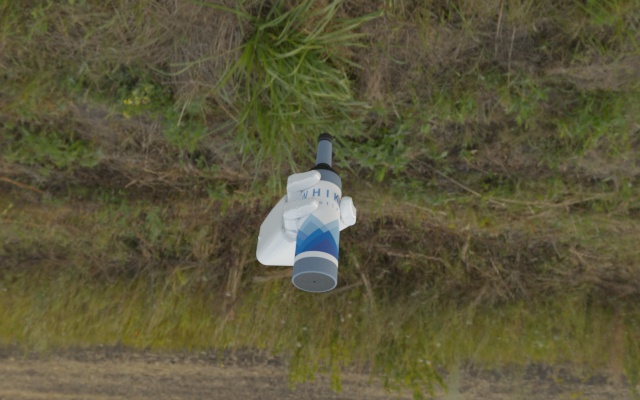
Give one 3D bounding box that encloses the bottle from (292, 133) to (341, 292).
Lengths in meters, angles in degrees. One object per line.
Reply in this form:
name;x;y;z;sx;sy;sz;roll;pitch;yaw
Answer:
bottle;0.000;0.003;0.789;0.069;0.295;0.069;3;-37;2
